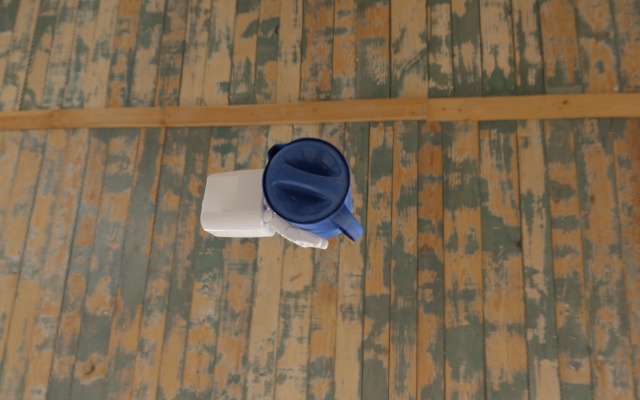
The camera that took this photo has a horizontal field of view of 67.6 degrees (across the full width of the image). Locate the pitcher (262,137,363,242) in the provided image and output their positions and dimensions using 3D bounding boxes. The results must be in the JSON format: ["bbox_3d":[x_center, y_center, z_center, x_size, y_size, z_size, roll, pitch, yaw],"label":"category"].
[{"bbox_3d":[0.000,0.003,0.810,0.145,0.149,0.243,-3,-13,8],"label":"pitcher"}]
